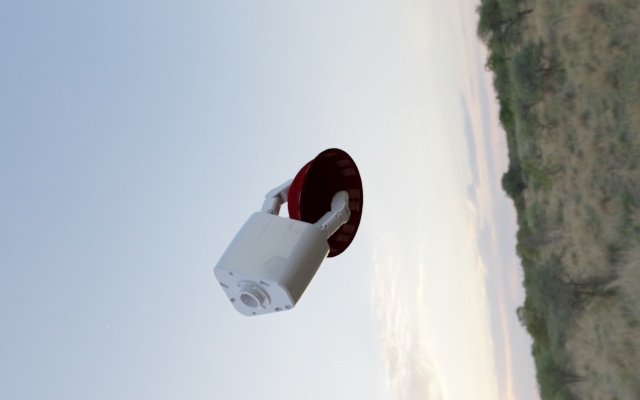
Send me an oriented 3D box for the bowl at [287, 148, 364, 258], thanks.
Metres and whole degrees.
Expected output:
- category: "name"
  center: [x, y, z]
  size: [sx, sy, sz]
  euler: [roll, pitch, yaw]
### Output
- category: "bowl"
  center: [0.001, 0.002, 0.712]
  size: [0.055, 0.162, 0.162]
  euler: [5, 3, 37]
